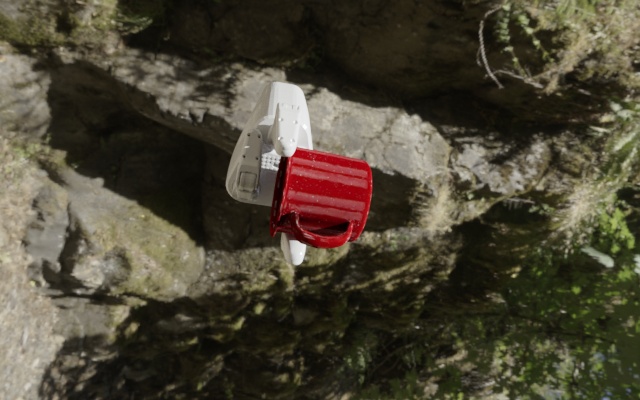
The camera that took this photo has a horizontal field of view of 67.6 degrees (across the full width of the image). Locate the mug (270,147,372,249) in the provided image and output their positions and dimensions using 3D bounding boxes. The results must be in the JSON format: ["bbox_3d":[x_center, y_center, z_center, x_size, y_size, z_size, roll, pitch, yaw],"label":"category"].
[{"bbox_3d":[0.000,0.002,0.447,0.081,0.093,0.117,10,34,-10],"label":"mug"}]
